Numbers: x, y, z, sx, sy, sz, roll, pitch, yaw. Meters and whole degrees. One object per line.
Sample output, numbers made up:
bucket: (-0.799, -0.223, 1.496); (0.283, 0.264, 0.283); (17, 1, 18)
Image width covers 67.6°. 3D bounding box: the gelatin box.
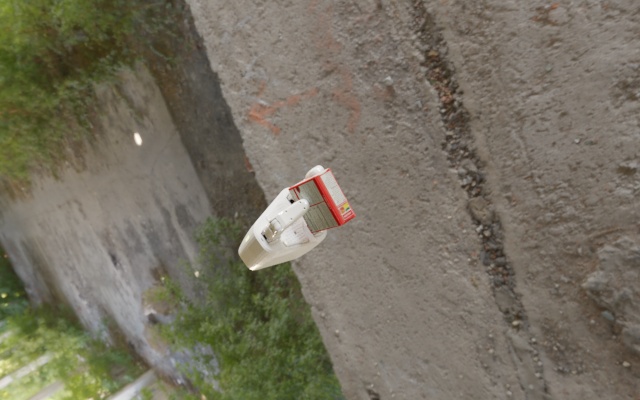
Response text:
gelatin box: (0.000, 0.002, 0.649); (0.030, 0.073, 0.089); (-31, 5, -29)
